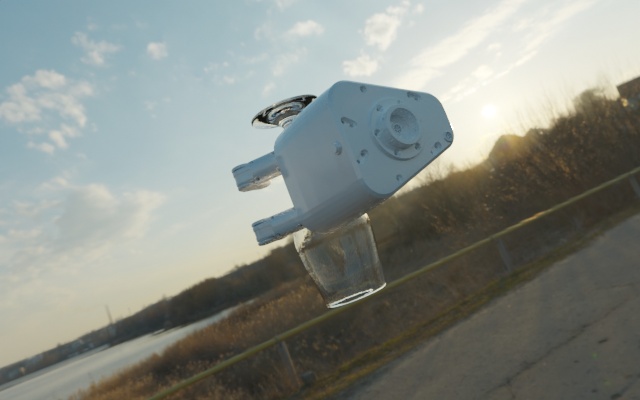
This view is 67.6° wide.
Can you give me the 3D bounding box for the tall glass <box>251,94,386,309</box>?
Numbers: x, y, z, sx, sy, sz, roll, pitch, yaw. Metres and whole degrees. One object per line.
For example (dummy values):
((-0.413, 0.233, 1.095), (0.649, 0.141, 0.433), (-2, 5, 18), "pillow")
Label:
((0.000, 0.001, 0.476), (0.079, 0.201, 0.079), (-21, -6, -2), "tall glass")
